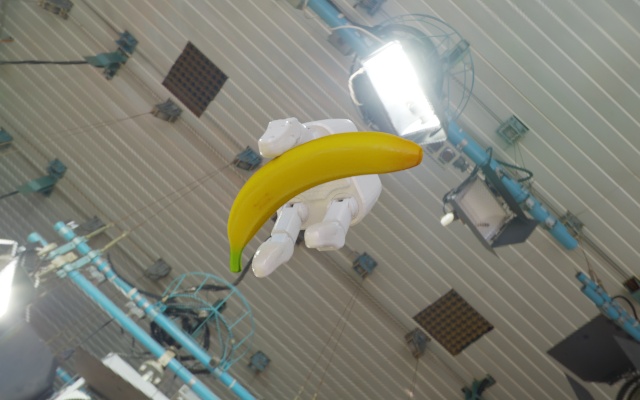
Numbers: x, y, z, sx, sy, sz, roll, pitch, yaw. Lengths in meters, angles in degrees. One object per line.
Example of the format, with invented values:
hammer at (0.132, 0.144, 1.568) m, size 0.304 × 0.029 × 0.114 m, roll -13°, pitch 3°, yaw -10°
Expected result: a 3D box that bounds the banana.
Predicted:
banana at (-0.012, -0.013, 0.403) m, size 0.198 × 0.069 × 0.037 m, roll -32°, pitch -4°, yaw 22°
